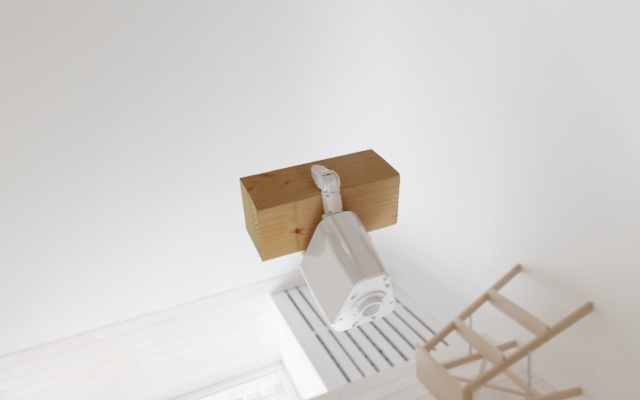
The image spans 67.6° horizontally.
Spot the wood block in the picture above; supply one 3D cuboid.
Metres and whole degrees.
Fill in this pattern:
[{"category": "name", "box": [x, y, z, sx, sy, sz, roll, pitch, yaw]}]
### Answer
[{"category": "wood block", "box": [0.000, 0.002, 0.680, 0.206, 0.091, 0.090, -14, 35, -18]}]
